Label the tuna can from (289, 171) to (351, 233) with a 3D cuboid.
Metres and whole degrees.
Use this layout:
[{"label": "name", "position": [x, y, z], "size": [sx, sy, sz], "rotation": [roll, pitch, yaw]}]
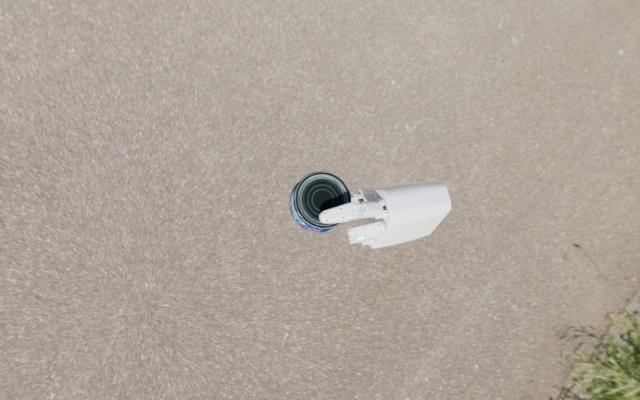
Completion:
[{"label": "tuna can", "position": [0.000, 0.002, 0.681], "size": [0.086, 0.086, 0.034], "rotation": [0, -11, -15]}]
